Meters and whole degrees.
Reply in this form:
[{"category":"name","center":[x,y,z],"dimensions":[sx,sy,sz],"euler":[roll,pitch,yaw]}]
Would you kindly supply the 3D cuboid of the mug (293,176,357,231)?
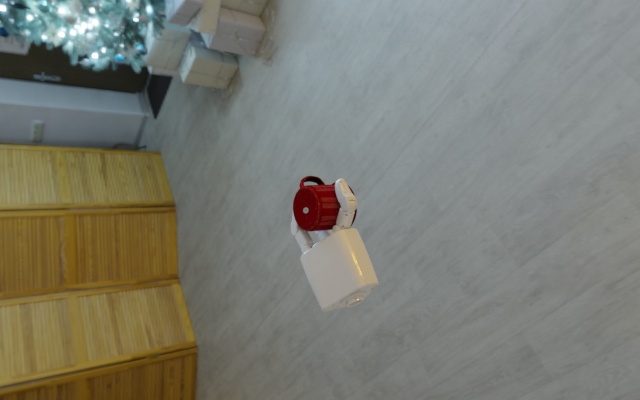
[{"category":"mug","center":[-0.001,0.002,0.861],"dimensions":[0.081,0.117,0.093],"euler":[-3,-33,-39]}]
